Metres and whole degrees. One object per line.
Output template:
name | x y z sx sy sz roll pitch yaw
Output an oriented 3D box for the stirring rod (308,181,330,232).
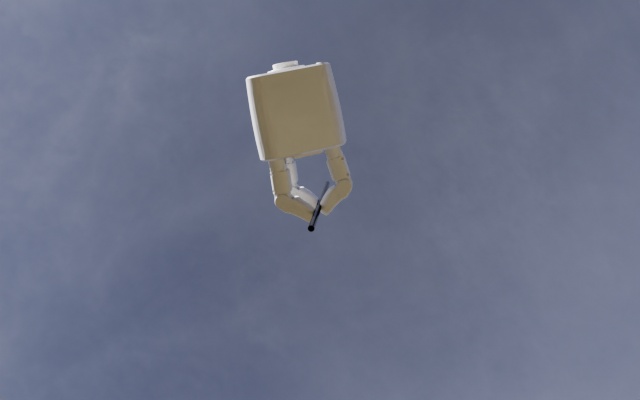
stirring rod | 0.000 0.002 0.668 0.011 0.011 0.239 0 15 5
